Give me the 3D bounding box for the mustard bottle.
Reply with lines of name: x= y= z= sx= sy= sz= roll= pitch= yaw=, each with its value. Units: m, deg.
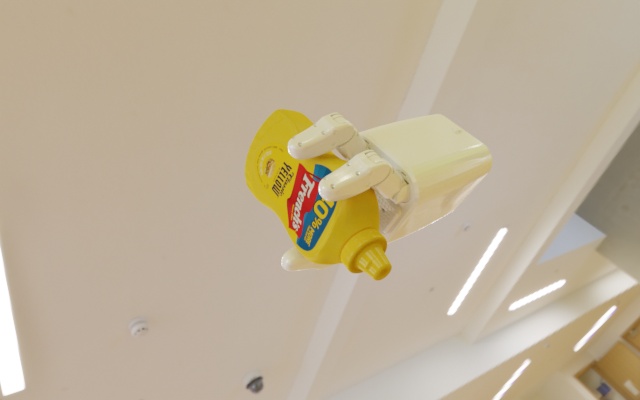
mustard bottle: x=0.000 y=0.001 z=0.440 sx=0.058 sy=0.096 sz=0.191 roll=3 pitch=35 yaw=-44
